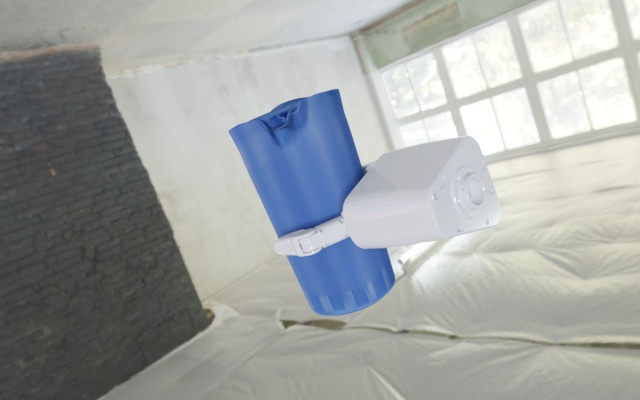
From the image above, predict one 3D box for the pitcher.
[{"bbox_3d":[0.000,0.002,0.565,0.149,0.243,0.145,-27,10,-38],"label":"pitcher"}]
